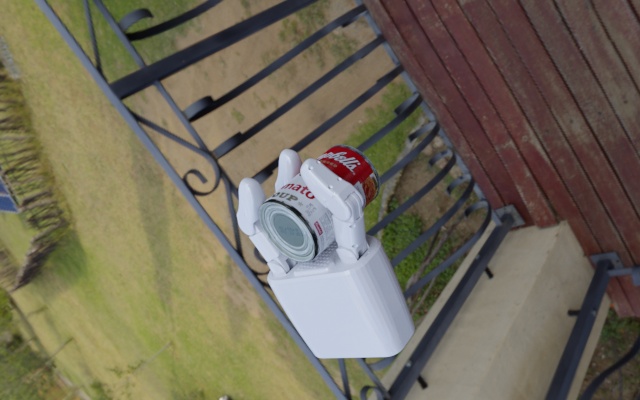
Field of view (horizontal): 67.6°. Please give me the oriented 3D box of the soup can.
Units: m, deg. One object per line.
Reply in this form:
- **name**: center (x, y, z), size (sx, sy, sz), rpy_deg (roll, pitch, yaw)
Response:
- **soup can**: center (0.000, 0.001, 0.445), size (0.068, 0.068, 0.102), rpy_deg (0, 33, 46)
